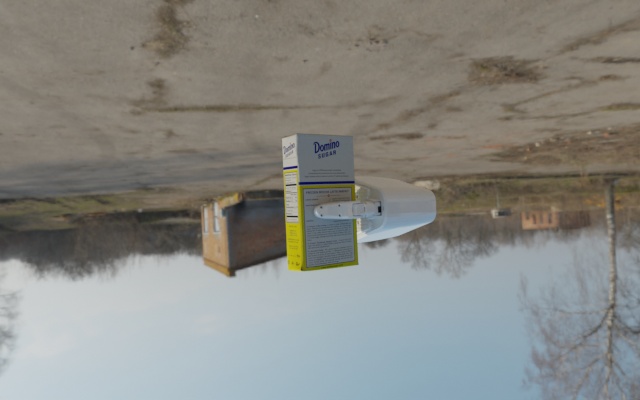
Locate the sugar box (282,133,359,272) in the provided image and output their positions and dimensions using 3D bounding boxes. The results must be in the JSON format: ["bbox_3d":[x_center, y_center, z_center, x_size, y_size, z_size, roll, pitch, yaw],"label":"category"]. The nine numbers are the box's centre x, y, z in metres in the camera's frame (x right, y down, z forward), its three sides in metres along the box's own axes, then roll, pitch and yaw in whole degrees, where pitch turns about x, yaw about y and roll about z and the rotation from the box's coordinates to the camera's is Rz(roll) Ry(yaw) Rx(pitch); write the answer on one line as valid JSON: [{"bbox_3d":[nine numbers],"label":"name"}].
[{"bbox_3d":[0.000,0.002,0.635,0.093,0.176,0.048,-2,-2,-35],"label":"sugar box"}]
